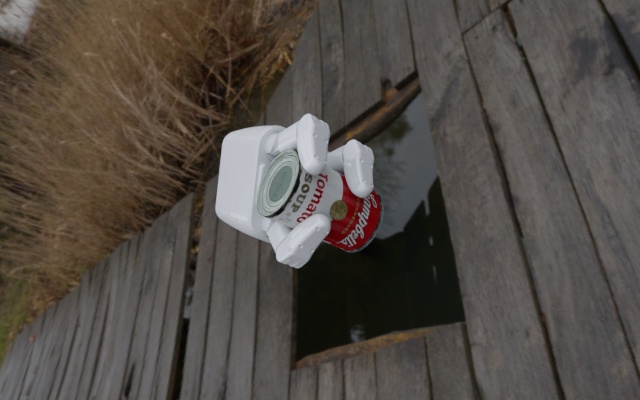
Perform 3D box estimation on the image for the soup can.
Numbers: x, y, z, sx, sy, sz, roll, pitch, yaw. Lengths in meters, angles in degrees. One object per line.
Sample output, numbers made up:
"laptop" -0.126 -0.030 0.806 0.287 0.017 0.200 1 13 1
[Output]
"soup can" 0.000 0.002 0.450 0.102 0.068 0.068 25 -14 -32
